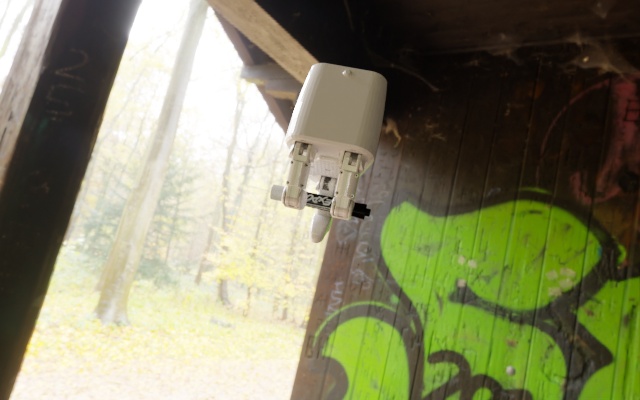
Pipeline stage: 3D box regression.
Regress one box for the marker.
[{"bbox_3d":[0.000,0.002,0.570,0.121,0.020,0.020,12,1,6],"label":"marker"}]
